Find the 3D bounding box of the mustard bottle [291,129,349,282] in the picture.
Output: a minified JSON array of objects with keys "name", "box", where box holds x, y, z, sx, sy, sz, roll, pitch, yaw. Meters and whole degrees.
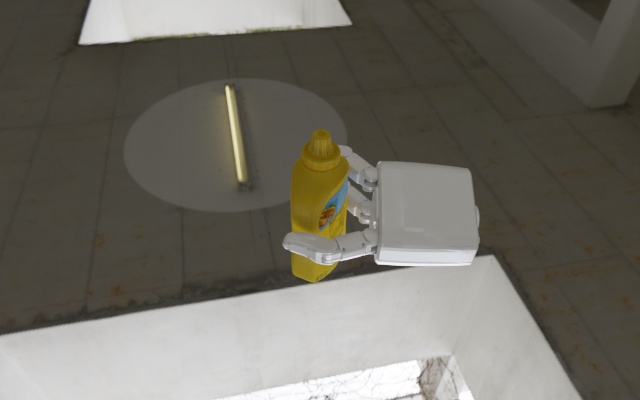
[{"name":"mustard bottle","box":[0.000,0.002,0.548,0.058,0.192,0.096,20,47,18]}]
